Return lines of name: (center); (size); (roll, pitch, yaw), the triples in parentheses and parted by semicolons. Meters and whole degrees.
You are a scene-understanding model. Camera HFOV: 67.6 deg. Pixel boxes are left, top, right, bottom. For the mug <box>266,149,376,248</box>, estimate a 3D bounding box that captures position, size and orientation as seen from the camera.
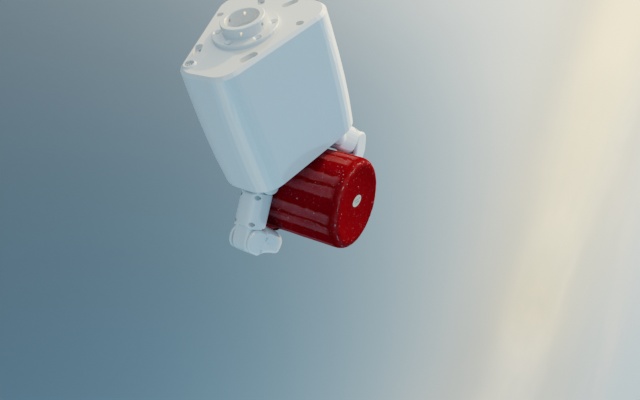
mug: (0.001, 0.002, 0.438); (0.081, 0.093, 0.117); (16, -34, 27)
